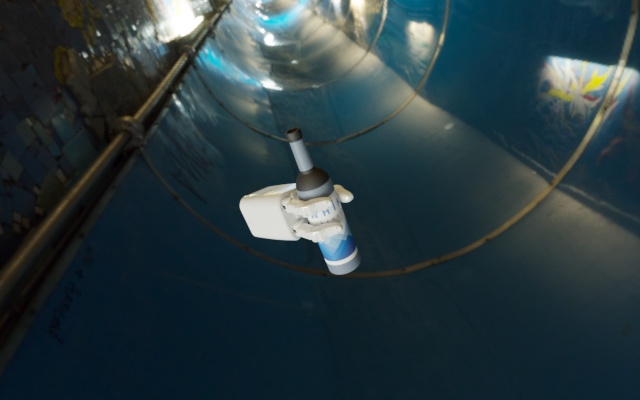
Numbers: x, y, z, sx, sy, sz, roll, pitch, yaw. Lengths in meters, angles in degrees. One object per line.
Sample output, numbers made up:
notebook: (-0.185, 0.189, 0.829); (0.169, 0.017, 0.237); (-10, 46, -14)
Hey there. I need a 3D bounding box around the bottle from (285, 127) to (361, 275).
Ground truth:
bottle: (0.000, 0.003, 0.882); (0.069, 0.296, 0.069); (-17, 27, 9)
